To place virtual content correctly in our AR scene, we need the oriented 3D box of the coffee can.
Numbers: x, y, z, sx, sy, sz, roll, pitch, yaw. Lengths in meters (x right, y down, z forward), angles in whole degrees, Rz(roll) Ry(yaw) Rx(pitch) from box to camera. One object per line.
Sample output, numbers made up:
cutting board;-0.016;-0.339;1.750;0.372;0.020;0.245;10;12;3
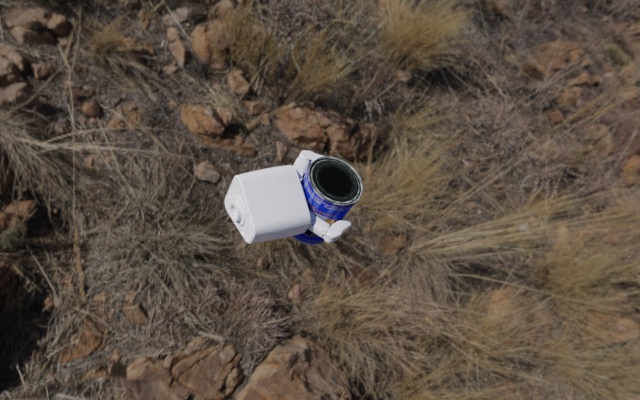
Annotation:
coffee can;0.000;0.003;0.863;0.103;0.102;0.140;0;-33;-27
